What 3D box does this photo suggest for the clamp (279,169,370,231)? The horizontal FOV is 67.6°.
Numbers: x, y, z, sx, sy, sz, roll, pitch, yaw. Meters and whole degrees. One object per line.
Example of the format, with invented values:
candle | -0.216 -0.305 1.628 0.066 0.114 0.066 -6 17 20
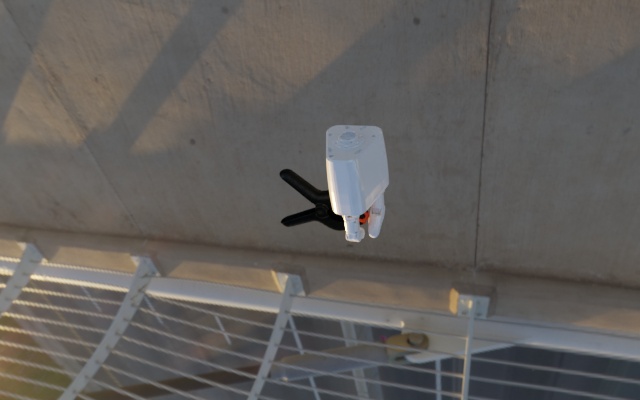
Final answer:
clamp | 0.000 0.003 0.842 0.171 0.120 0.039 4 39 19
